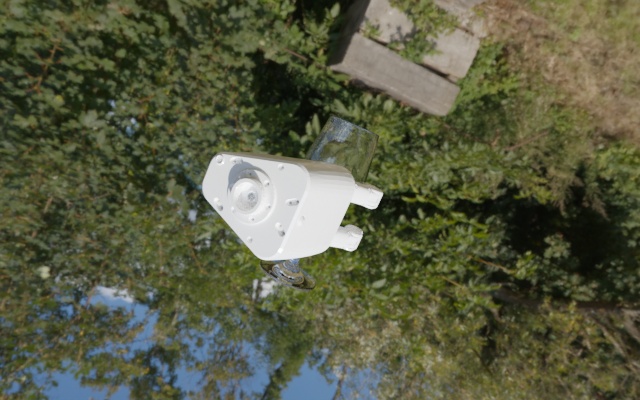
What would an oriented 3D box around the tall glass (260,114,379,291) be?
[{"bbox_3d":[0.000,0.002,0.570,0.079,0.201,0.079,24,10,-4],"label":"tall glass"}]
